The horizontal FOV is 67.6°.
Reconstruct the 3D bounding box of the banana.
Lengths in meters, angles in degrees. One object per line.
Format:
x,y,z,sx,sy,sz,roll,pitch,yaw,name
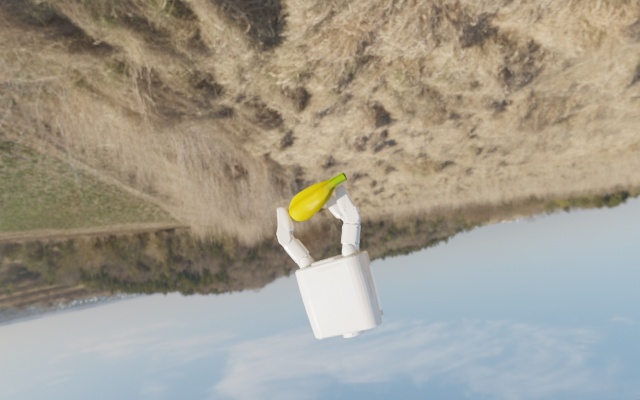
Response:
-0.016,0.007,0.727,0.069,0.037,0.198,-18,-7,-18,banana
